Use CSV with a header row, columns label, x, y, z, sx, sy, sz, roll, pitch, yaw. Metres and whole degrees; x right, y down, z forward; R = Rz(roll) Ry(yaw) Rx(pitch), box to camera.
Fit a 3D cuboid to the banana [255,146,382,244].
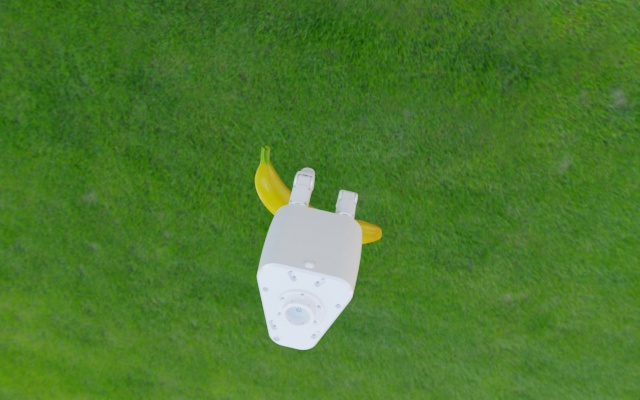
label,x,y,z,sx,sy,sz,roll,pitch,yaw
banana,-0.014,0.013,0.628,0.198,0.070,0.037,35,25,-11
